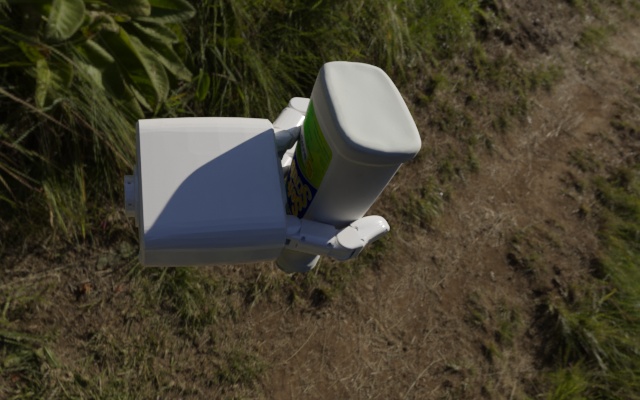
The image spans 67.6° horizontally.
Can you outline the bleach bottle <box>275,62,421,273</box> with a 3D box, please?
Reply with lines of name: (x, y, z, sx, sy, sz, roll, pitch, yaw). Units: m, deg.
bleach bottle: (0.000, 0.001, 0.444, 0.068, 0.102, 0.251, -1, -36, -22)
